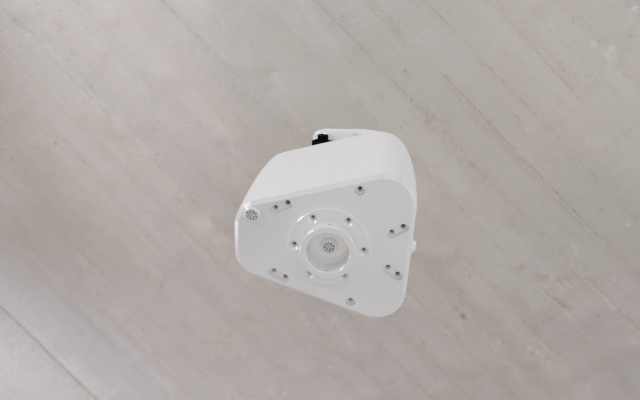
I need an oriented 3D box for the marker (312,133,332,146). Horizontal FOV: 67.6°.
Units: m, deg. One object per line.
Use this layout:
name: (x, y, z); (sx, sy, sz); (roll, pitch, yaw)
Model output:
marker: (0.000, 0.001, 0.422); (0.020, 0.121, 0.020); (2, 19, -1)
